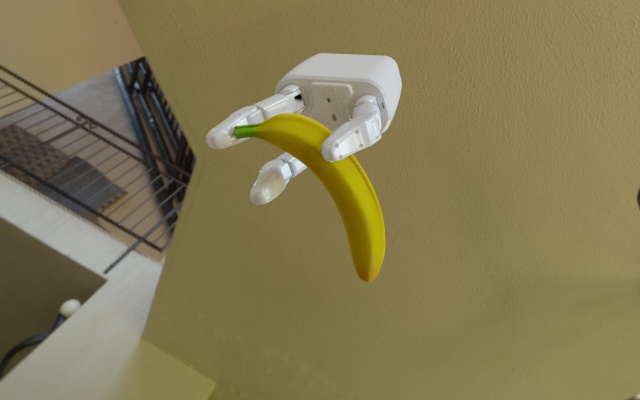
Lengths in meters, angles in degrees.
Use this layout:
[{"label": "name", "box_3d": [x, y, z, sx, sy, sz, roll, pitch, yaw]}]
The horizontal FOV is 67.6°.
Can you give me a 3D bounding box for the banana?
[{"label": "banana", "box_3d": [0.012, -0.009, 0.434, 0.070, 0.198, 0.037, -31, 19, 28]}]
